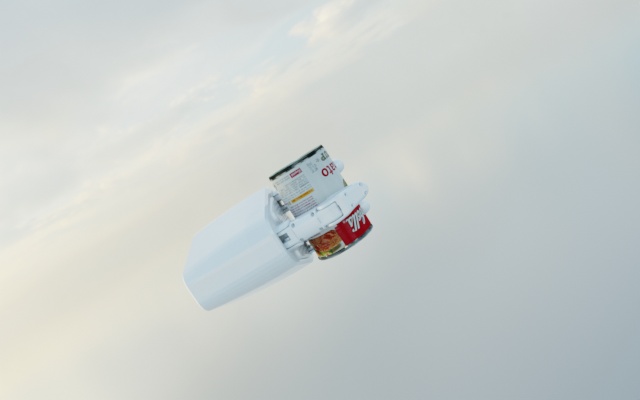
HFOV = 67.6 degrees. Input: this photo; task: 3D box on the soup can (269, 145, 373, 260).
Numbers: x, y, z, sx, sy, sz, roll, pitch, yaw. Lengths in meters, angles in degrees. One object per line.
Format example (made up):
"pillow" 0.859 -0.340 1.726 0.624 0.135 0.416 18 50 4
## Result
"soup can" 0.000 0.001 0.500 0.068 0.102 0.068 -32 7 4
